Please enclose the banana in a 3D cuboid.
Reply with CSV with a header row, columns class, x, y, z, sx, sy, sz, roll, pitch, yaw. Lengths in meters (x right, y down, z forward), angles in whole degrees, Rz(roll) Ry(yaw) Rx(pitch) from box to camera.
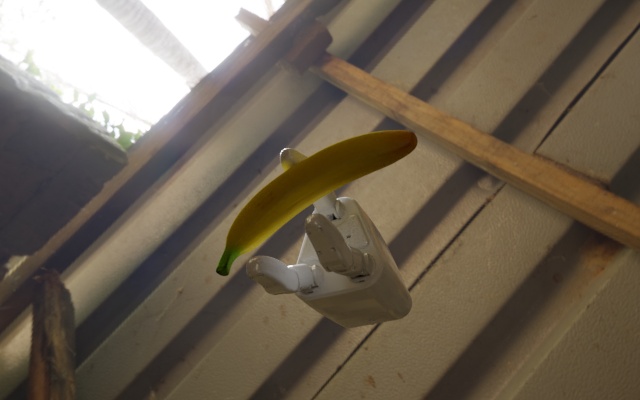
class,x,y,z,sx,sy,sz,roll,pitch,yaw
banana,-0.009,-0.007,0.416,0.037,0.198,0.069,50,6,-41
